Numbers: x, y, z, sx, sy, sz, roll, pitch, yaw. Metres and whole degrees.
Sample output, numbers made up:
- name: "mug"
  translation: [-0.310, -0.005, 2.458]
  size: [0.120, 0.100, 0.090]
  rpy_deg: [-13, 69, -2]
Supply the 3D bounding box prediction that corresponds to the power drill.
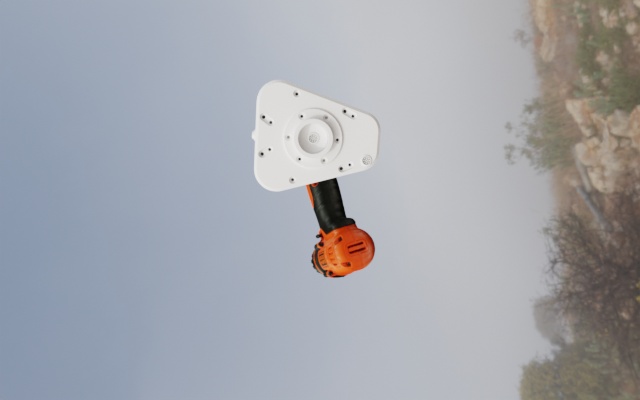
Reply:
- name: "power drill"
  translation: [0.000, 0.001, 0.576]
  size: [0.057, 0.187, 0.184]
  rpy_deg: [-18, -7, -15]
